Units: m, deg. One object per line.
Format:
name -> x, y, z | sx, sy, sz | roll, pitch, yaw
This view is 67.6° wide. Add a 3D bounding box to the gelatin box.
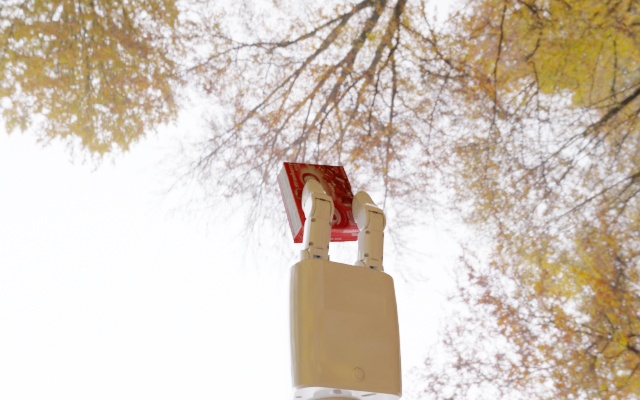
gelatin box -> 0.000, 0.002, 0.500 | 0.073, 0.089, 0.030 | 2, -39, -26
